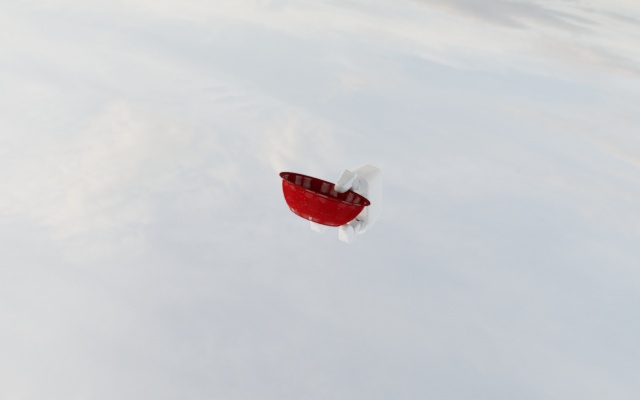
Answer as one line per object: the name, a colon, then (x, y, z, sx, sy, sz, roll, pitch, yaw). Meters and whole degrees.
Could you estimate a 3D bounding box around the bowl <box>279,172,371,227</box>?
bowl: (-0.001, 0.003, 0.802, 0.162, 0.055, 0.162, 18, 10, -3)
